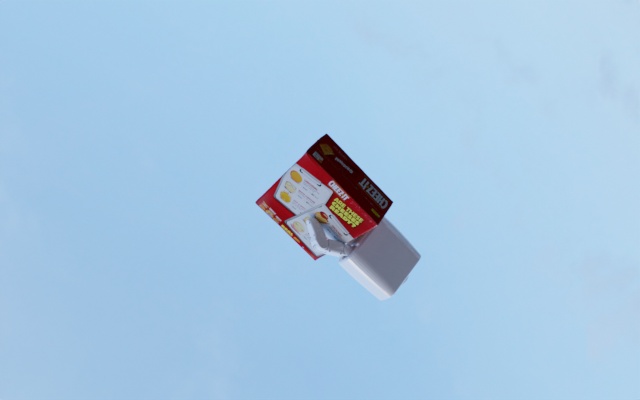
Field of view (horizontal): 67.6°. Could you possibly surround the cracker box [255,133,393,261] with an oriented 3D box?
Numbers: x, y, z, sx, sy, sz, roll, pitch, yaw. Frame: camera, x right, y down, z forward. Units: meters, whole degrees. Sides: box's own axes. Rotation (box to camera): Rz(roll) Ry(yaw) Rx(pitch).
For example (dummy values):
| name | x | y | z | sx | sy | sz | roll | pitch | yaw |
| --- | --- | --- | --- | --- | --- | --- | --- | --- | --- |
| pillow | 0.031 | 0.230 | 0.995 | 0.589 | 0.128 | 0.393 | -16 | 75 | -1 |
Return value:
| name | x | y | z | sx | sy | sz | roll | pitch | yaw |
| --- | --- | --- | --- | --- | --- | --- | --- | --- | --- |
| cracker box | 0.000 | 0.003 | 0.843 | 0.072 | 0.164 | 0.214 | -49 | 7 | -37 |
